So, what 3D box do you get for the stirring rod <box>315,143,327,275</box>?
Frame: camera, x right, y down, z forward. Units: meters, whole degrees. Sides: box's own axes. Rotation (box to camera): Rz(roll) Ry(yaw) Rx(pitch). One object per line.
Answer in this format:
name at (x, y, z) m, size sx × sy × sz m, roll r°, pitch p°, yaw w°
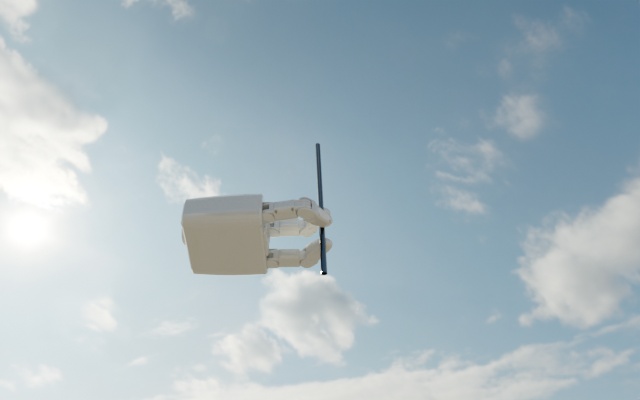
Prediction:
stirring rod at (0.000, 0.002, 0.688) m, size 0.011 × 0.239 × 0.011 m, roll -2°, pitch -40°, yaw -1°
